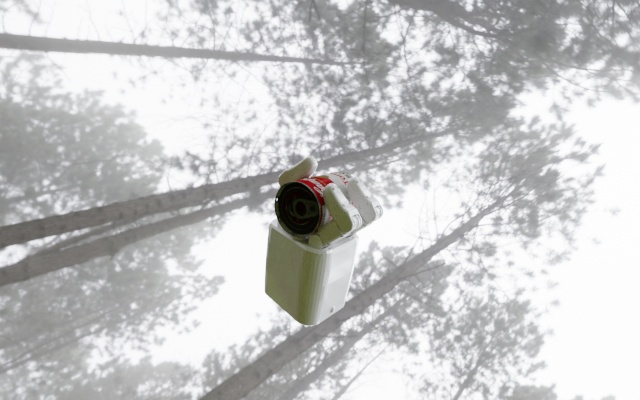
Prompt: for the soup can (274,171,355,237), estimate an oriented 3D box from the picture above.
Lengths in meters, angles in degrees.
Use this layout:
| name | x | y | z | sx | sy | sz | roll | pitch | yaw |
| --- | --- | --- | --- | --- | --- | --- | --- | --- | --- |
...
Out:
| name | x | y | z | sx | sy | sz | roll | pitch | yaw |
| --- | --- | --- | --- | --- | --- | --- | --- | --- | --- |
| soup can | 0.000 | 0.001 | 0.604 | 0.068 | 0.068 | 0.102 | 0 | 10 | 35 |
